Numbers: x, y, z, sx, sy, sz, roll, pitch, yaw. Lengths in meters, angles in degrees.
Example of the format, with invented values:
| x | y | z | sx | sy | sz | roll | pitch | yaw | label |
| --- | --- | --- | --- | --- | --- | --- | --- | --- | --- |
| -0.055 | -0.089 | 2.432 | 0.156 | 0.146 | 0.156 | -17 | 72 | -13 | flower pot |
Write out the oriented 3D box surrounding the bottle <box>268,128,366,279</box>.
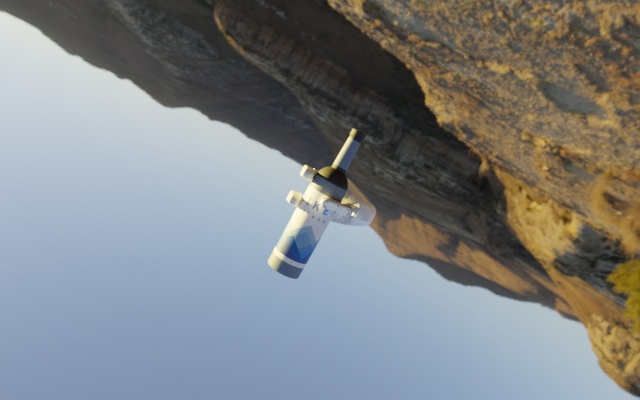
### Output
| x | y | z | sx | sy | sz | roll | pitch | yaw | label |
| --- | --- | --- | --- | --- | --- | --- | --- | --- | --- |
| 0.000 | 0.003 | 0.885 | 0.069 | 0.296 | 0.069 | 29 | 7 | -4 | bottle |
